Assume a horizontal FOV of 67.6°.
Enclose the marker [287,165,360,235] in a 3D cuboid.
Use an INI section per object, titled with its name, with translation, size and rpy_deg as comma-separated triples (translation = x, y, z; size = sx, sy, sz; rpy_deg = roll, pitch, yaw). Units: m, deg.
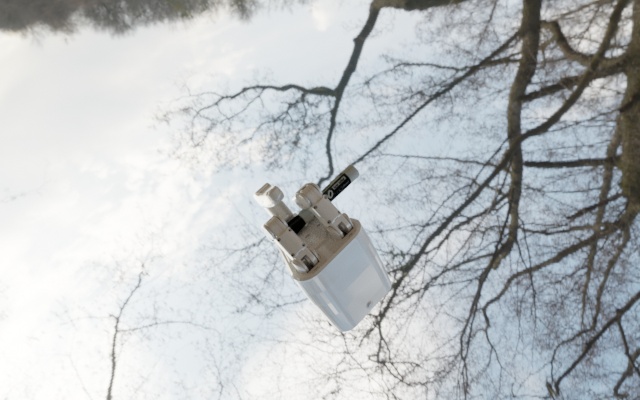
[marker]
translation = 0.000, 0.002, 0.577
size = 0.121, 0.020, 0.020
rpy_deg = -43, 15, -17
